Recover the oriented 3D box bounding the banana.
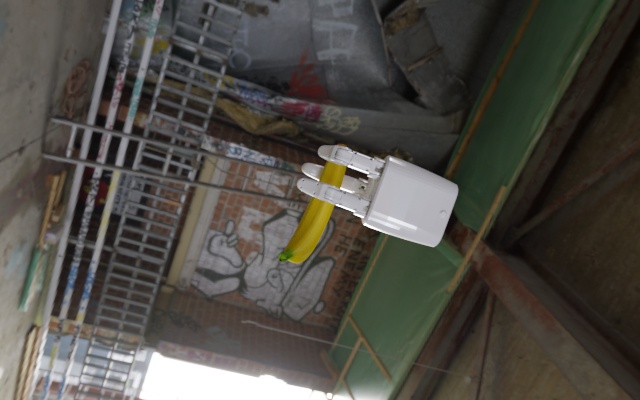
[{"bbox_3d":[-0.003,0.013,0.673,0.037,0.197,0.070,23,-25,5],"label":"banana"}]
